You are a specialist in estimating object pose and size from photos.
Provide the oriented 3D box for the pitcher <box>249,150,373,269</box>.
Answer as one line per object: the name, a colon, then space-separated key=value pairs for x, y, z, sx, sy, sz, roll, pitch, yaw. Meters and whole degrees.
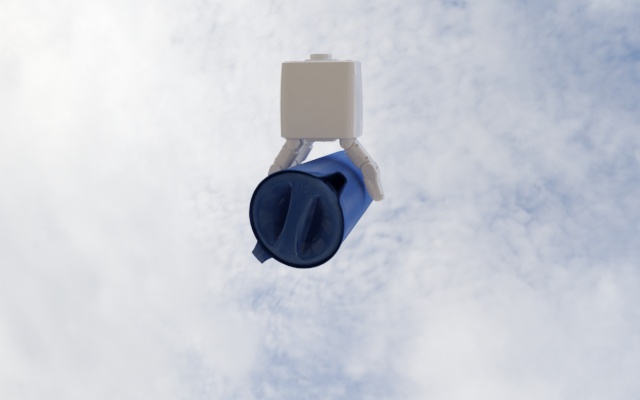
pitcher: x=0.000 y=0.002 z=0.712 sx=0.149 sy=0.145 sz=0.242 roll=4 pitch=16 yaw=20
